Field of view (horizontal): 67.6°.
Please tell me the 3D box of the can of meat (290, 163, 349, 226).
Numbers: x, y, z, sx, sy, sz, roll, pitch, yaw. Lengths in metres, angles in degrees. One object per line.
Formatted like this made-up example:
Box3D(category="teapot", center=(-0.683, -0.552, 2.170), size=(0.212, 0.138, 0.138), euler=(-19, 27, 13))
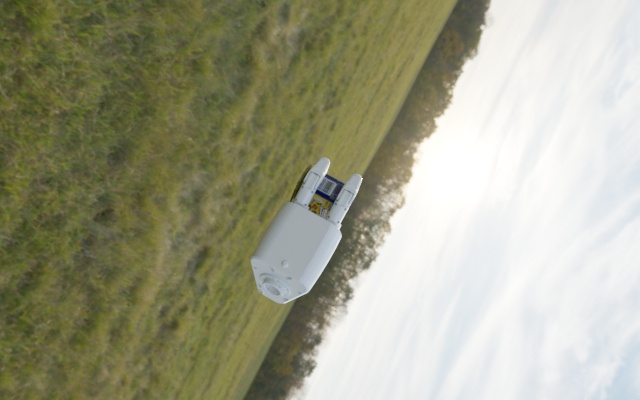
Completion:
Box3D(category="can of meat", center=(0.000, 0.003, 0.756), size=(0.084, 0.057, 0.102), euler=(29, -39, 4))
